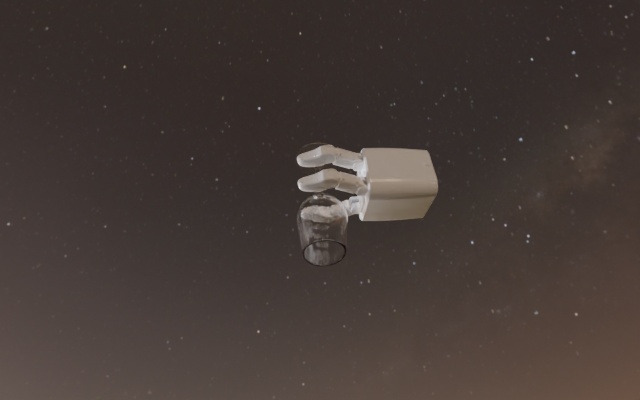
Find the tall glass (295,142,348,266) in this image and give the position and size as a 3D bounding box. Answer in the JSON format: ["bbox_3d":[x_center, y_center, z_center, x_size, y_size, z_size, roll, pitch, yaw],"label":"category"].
[{"bbox_3d":[0.000,0.002,0.739,0.079,0.200,0.079,-2,-43,-2],"label":"tall glass"}]
